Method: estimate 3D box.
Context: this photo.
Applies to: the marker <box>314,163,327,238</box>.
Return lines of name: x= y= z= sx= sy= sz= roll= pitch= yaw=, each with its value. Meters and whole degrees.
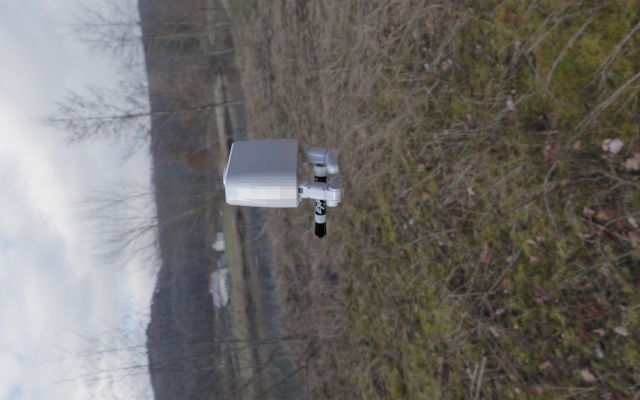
marker: x=0.000 y=0.002 z=0.722 sx=0.020 sy=0.121 sz=0.020 roll=0 pitch=26 yaw=0
